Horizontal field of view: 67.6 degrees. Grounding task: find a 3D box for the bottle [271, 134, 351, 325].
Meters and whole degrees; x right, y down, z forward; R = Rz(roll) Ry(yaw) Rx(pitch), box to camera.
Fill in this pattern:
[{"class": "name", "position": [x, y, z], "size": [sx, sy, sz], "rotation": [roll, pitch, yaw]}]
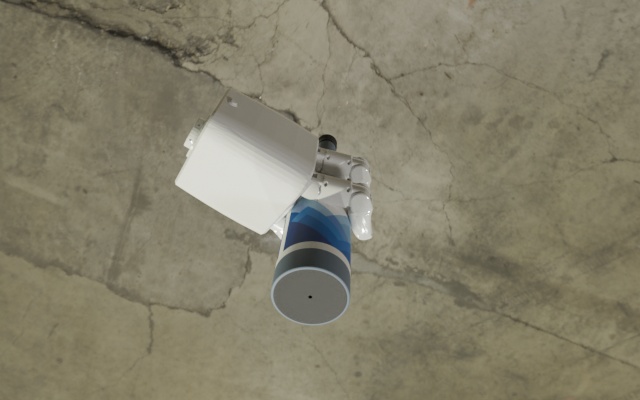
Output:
[{"class": "bottle", "position": [0.000, 0.002, 0.518], "size": [0.069, 0.069, 0.295], "rotation": [0, 32, 4]}]
